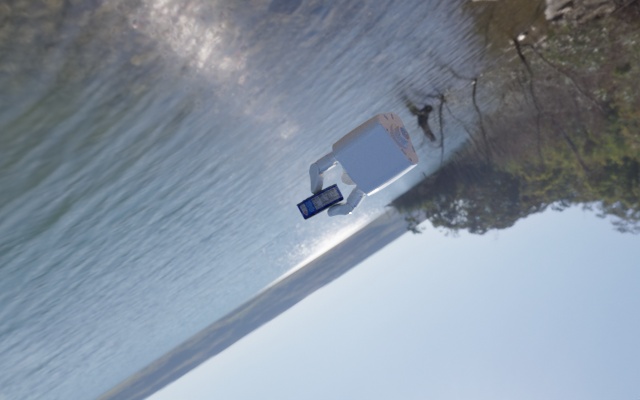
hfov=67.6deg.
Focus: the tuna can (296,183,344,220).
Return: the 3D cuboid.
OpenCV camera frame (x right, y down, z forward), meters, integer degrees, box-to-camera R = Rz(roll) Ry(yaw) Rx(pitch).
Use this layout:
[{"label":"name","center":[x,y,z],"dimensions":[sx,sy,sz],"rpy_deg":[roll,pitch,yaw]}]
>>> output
[{"label":"tuna can","center":[0.000,0.003,0.889],"dimensions":[0.086,0.034,0.086],"rpy_deg":[-28,-2,-1]}]
